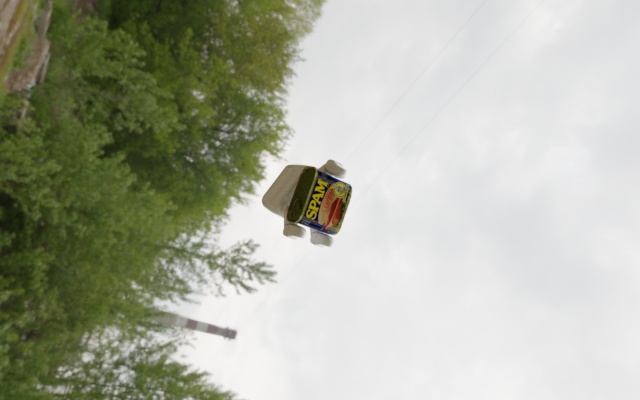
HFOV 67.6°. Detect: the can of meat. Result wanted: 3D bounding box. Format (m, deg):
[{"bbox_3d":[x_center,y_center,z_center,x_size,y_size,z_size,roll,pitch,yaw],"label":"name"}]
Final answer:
[{"bbox_3d":[0.000,0.003,0.830,0.084,0.102,0.057,22,-5,-28],"label":"can of meat"}]
